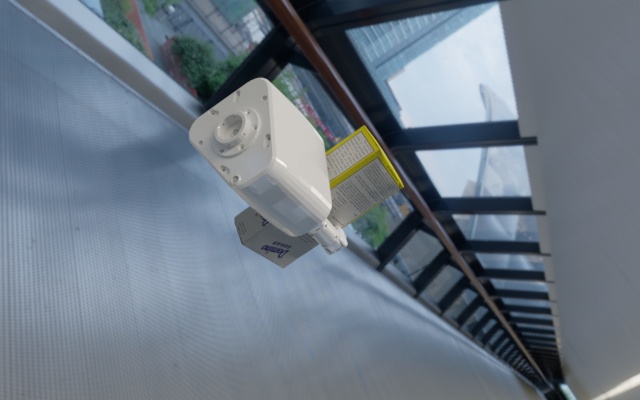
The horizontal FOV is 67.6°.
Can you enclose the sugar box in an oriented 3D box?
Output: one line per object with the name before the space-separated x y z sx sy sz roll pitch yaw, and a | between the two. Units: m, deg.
sugar box | 0.000 0.001 0.534 0.176 0.048 0.093 -32 -35 10
